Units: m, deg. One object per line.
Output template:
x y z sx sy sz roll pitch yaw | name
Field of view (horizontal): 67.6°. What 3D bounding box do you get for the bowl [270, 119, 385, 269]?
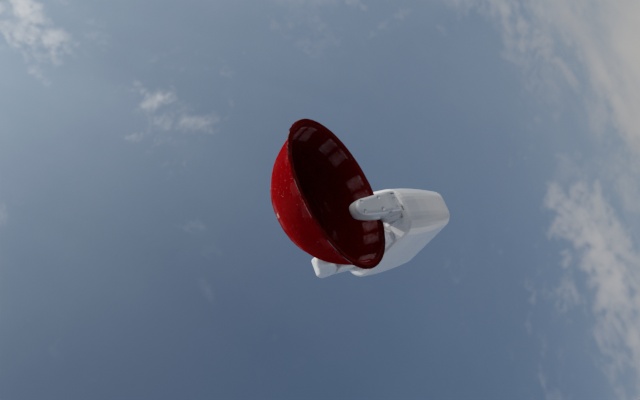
-0.001 0.001 0.479 0.055 0.162 0.162 -27 -13 26 | bowl
